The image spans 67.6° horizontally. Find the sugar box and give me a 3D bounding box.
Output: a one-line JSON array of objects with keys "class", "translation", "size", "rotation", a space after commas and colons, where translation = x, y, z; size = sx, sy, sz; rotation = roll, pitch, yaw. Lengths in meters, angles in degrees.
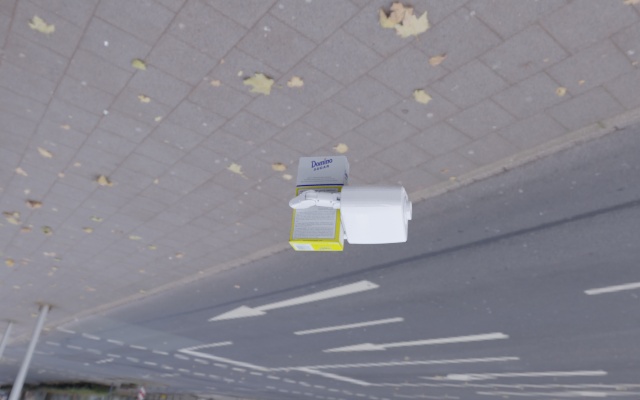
[{"class": "sugar box", "translation": [0.000, 0.003, 0.880], "size": [0.093, 0.176, 0.048], "rotation": [-1, -28, 15]}]
